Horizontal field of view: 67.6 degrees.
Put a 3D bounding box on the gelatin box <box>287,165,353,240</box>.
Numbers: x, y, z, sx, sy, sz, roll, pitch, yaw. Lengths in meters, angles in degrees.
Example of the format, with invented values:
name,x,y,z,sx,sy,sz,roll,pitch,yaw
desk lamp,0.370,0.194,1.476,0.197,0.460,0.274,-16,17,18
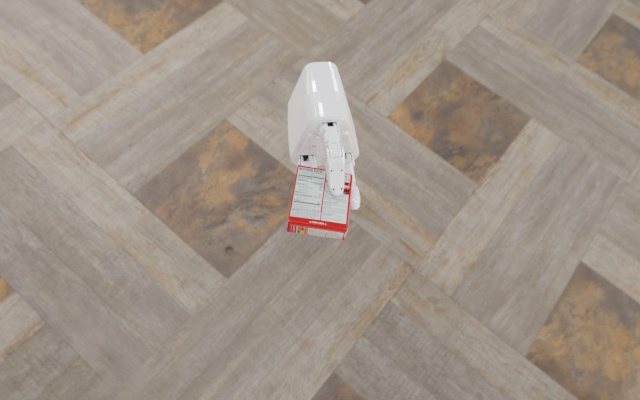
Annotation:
name,x,y,z,sx,sy,sz,roll,pitch,yaw
gelatin box,0.000,0.002,0.602,0.073,0.089,0.030,9,-34,-1
